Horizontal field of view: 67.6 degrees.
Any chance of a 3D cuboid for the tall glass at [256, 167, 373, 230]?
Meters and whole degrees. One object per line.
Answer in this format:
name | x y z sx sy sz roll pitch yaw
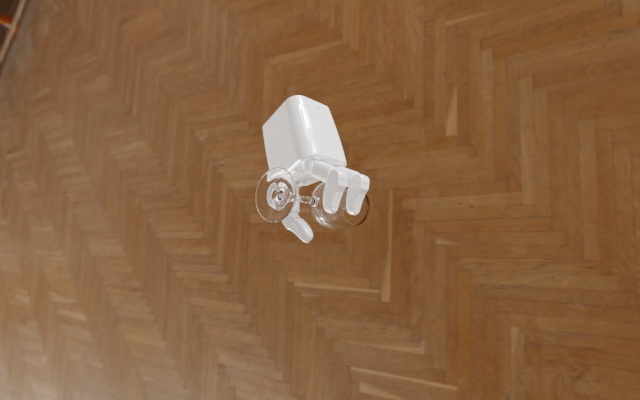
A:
tall glass | 0.000 0.002 0.716 0.079 0.079 0.201 0 -6 38
